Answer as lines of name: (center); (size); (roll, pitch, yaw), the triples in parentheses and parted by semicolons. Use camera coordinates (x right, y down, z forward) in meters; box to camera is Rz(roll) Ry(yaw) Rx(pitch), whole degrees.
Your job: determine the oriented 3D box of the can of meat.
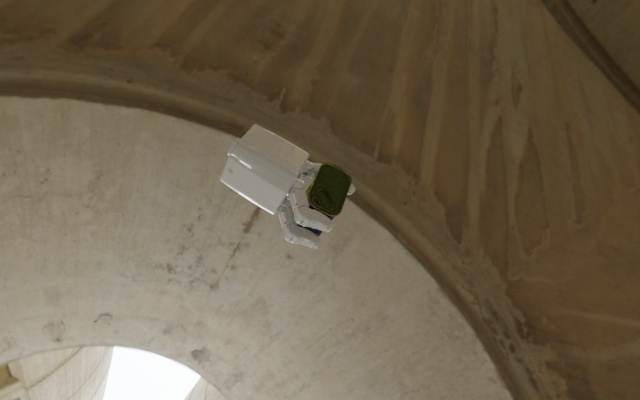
can of meat: (0.000, 0.003, 0.782); (0.057, 0.102, 0.084); (28, -41, -8)
